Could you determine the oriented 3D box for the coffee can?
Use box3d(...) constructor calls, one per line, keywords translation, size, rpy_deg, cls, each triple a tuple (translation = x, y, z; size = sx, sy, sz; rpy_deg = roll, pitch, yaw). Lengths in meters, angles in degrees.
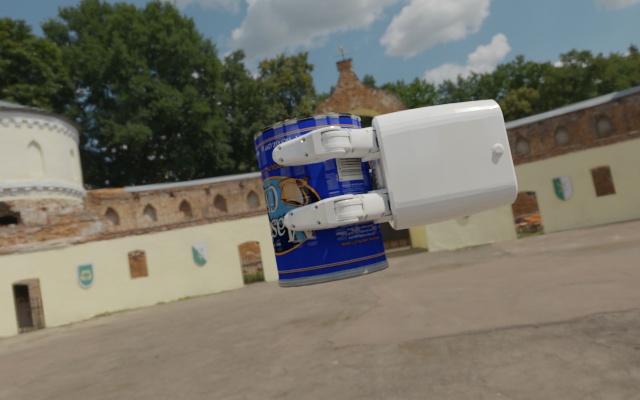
box3d(translation=(0.000, 0.002, 0.445), size=(0.103, 0.140, 0.103), rpy_deg=(-10, -4, -1), cls="coffee can")
